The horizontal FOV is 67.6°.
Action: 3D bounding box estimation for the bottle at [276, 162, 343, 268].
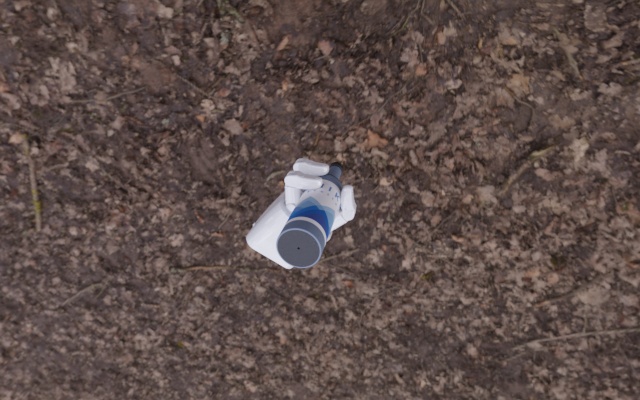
[{"bbox_3d":[0.000,0.003,0.799,0.069,0.069,0.295,0,26,14],"label":"bottle"}]
